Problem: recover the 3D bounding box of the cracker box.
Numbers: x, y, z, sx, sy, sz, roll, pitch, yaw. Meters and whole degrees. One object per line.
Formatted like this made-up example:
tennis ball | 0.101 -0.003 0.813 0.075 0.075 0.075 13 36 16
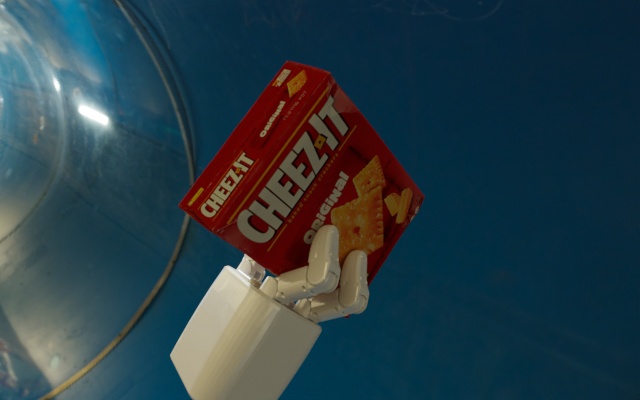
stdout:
cracker box | 0.000 0.002 0.468 0.072 0.164 0.214 27 -11 44
